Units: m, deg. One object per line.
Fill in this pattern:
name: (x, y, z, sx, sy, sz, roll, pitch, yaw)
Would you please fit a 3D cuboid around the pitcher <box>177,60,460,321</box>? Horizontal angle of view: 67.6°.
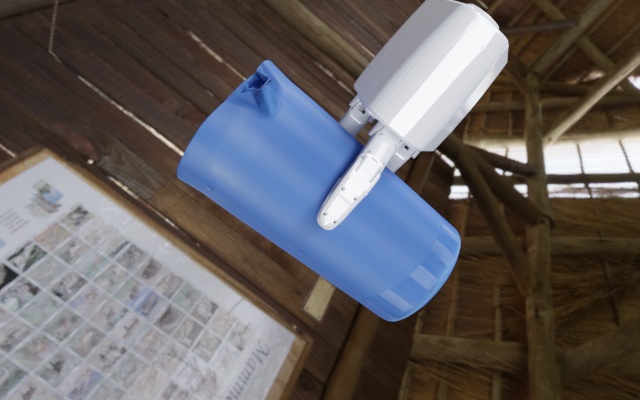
pitcher: (0.000, 0.001, 0.448, 0.243, 0.145, 0.149, 39, 15, -4)
